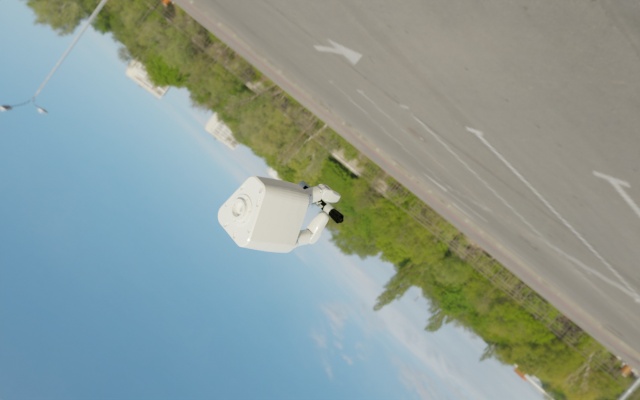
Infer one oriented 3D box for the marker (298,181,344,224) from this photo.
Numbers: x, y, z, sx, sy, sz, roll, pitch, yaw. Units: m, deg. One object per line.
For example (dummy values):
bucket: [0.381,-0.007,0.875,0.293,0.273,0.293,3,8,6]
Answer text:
marker: [0.000,0.003,0.864,0.020,0.020,0.121,0,33,-47]
